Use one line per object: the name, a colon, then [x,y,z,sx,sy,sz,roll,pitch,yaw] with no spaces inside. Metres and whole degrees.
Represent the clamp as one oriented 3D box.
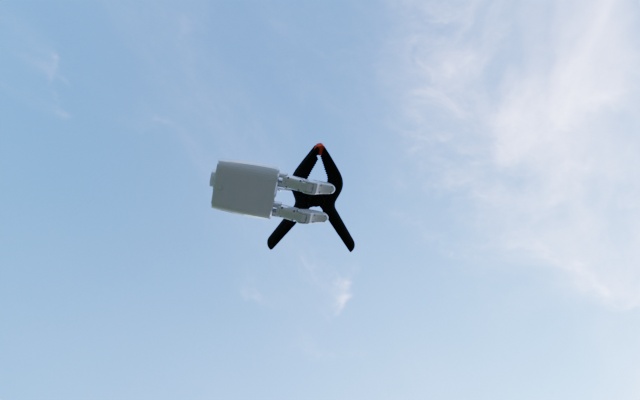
clamp: [0.000,0.002,0.870,0.164,0.210,0.036,9,16,-12]
